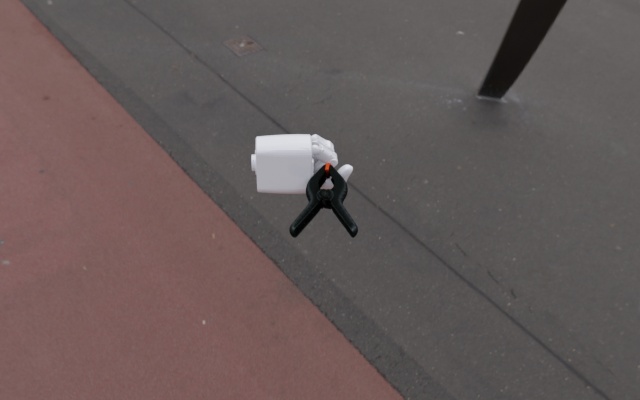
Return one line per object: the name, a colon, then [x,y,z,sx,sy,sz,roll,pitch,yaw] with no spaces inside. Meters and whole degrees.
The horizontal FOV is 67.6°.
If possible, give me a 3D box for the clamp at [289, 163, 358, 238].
clamp: [0.000,0.002,0.883,0.120,0.171,0.039,-3,-42,-3]
